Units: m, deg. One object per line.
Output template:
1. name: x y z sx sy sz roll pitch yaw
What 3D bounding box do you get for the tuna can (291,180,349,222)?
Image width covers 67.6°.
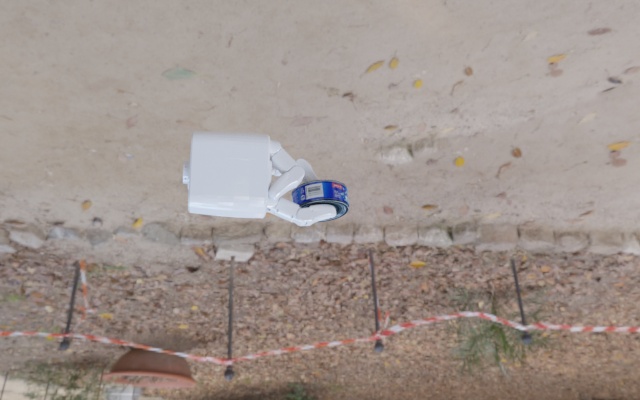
1. tuna can: 0.000 0.003 0.718 0.086 0.033 0.086 -5 -24 -2
